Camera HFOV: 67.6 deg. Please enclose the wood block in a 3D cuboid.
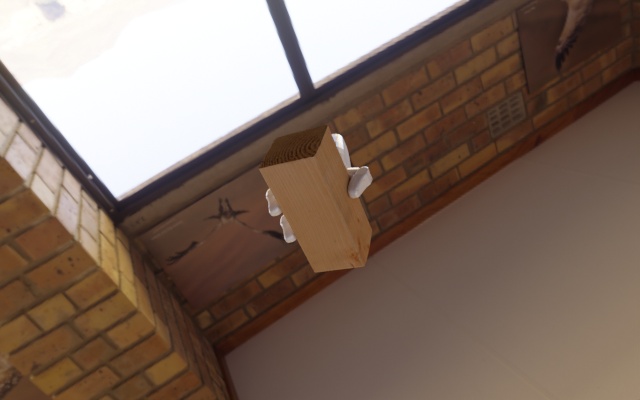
[{"bbox_3d":[0.001,0.002,0.730,0.091,0.206,0.090,-11,33,23],"label":"wood block"}]
